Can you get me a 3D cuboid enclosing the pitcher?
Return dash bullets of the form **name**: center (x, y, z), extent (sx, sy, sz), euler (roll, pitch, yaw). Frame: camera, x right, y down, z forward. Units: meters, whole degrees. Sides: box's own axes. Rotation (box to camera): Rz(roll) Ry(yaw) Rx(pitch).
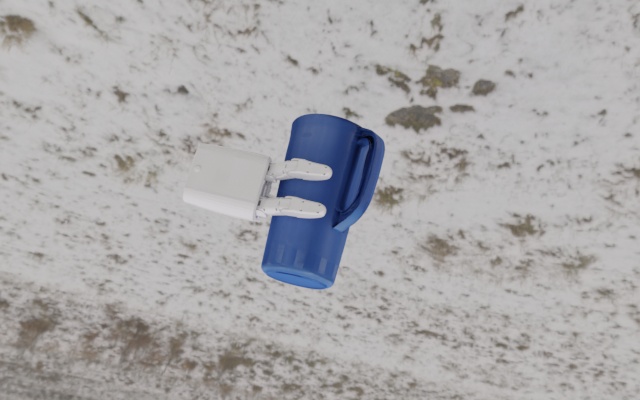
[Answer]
- **pitcher**: center (0.000, 0.002, 0.708), extent (0.145, 0.242, 0.149), euler (13, -18, 1)
